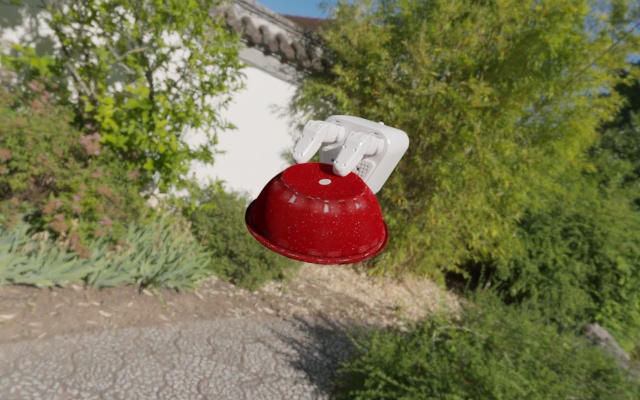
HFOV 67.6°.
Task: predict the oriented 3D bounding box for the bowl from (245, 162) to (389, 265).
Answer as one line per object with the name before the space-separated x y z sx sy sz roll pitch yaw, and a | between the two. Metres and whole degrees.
bowl | 0.000 0.002 0.520 0.162 0.055 0.162 7 28 -4
